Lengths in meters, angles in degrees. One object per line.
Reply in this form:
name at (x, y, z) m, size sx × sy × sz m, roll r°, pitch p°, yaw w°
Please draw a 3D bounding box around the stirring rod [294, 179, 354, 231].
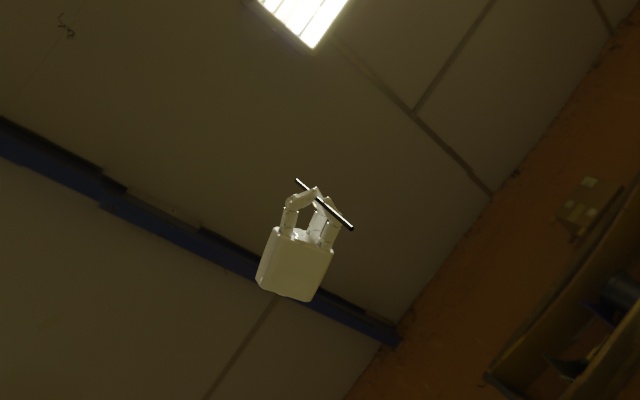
stirring rod at (0.000, 0.003, 0.834) m, size 0.011 × 0.011 × 0.239 m, roll 0°, pitch 20°, yaw -25°
